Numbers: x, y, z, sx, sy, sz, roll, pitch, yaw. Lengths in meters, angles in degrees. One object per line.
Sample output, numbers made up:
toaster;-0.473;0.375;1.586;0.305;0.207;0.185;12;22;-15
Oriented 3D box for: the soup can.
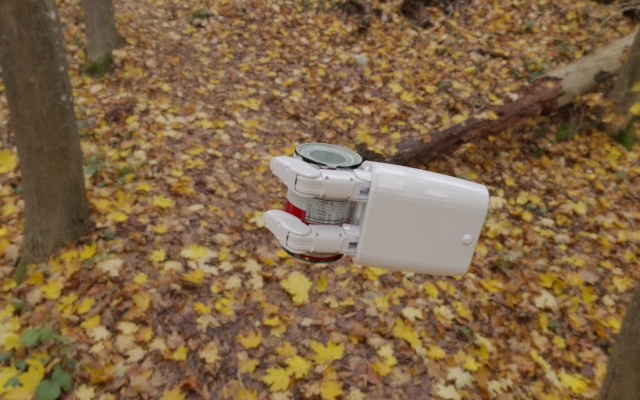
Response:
soup can;0.000;0.001;0.472;0.068;0.102;0.068;9;23;-4
